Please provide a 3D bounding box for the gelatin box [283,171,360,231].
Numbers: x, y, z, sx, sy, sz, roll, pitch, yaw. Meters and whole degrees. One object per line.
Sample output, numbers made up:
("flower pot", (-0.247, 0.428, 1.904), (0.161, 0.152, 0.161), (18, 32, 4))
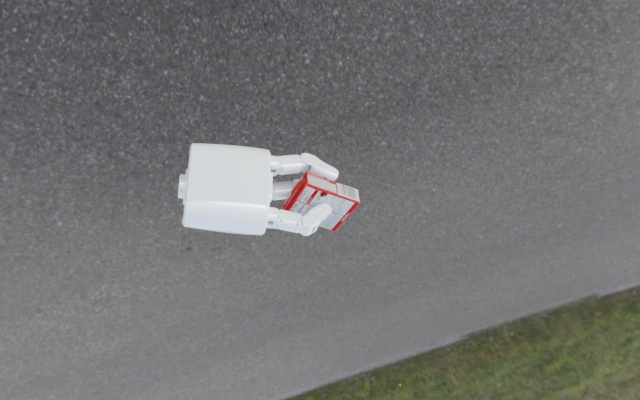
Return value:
("gelatin box", (0.000, 0.003, 0.684), (0.089, 0.030, 0.073), (18, -47, -22))
